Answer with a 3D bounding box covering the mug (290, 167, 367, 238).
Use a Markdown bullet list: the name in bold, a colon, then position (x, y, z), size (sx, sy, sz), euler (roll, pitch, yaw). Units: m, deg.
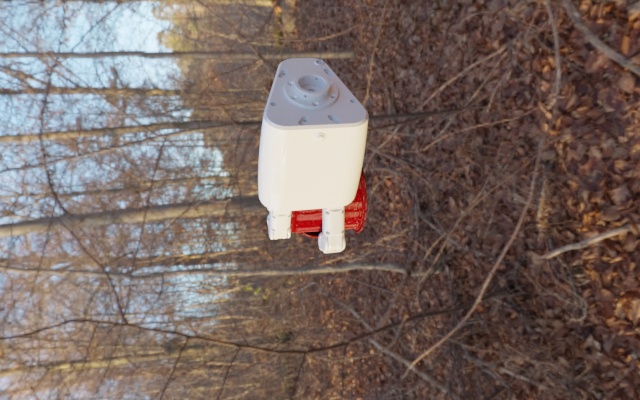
- **mug**: position (0.000, 0.003, 0.558), size (0.081, 0.093, 0.117), euler (-4, -41, -11)
